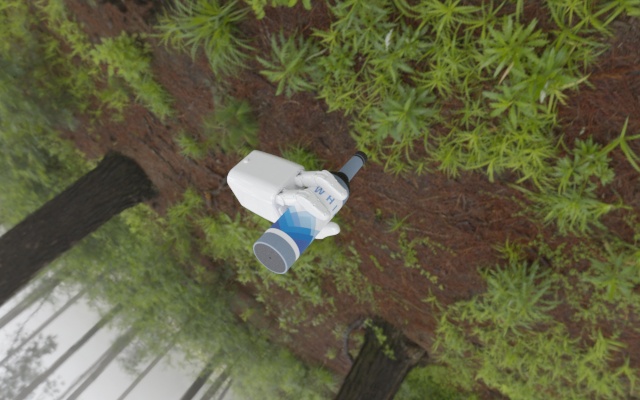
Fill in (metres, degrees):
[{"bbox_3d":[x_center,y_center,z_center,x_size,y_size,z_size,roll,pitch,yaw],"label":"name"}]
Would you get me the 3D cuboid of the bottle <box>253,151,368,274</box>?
[{"bbox_3d":[0.000,0.003,0.833,0.069,0.069,0.295,0,37,42],"label":"bottle"}]
